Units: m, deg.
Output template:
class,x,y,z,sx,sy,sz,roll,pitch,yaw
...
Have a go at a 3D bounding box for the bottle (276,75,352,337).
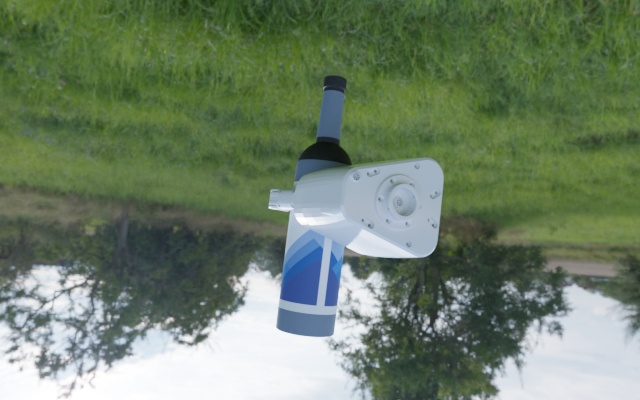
class,x,y,z,sx,sy,sz,roll,pitch,yaw
bottle,0.000,0.002,0.552,0.069,0.295,0.069,7,-5,1
